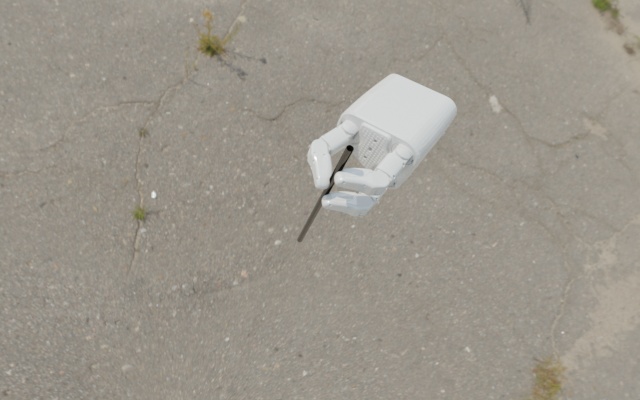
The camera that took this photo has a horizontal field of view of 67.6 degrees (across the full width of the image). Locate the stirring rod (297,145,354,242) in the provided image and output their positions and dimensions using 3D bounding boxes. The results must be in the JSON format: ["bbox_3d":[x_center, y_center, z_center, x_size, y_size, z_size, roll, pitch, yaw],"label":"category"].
[{"bbox_3d":[0.000,0.002,0.586,0.011,0.011,0.240,0,-27,-16],"label":"stirring rod"}]
